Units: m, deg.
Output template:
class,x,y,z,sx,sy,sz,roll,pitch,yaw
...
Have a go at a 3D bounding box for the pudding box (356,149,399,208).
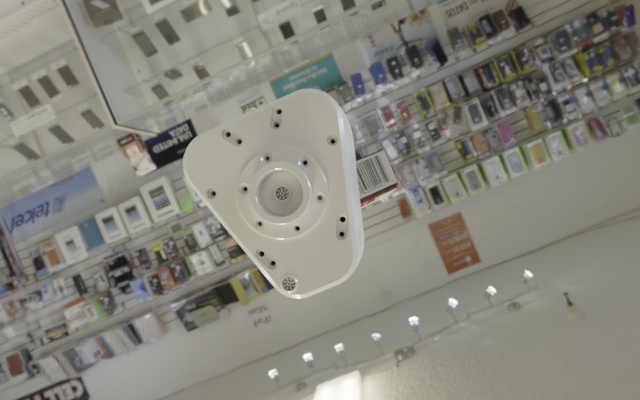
class,x,y,z,sx,sy,sz,roll,pitch,yaw
pudding box,0.000,0.002,0.422,0.113,0.039,0.090,-21,-5,-24
